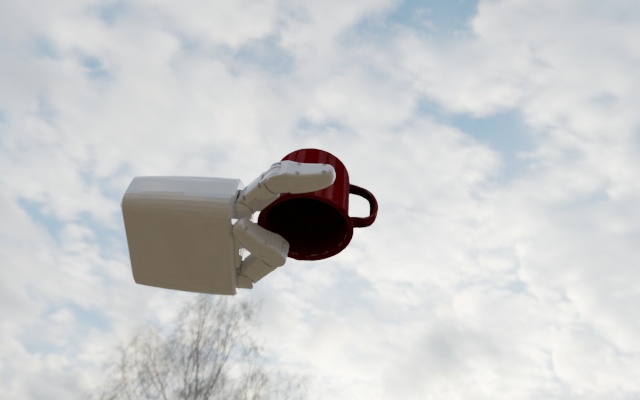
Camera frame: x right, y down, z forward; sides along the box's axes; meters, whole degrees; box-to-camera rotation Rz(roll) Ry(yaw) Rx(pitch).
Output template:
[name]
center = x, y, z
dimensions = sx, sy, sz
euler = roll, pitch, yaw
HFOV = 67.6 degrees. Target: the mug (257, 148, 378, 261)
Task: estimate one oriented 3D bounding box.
[mug]
center = 0.002, 0.001, 0.484
dimensions = 0.117, 0.093, 0.081
euler = 3, 43, 3
